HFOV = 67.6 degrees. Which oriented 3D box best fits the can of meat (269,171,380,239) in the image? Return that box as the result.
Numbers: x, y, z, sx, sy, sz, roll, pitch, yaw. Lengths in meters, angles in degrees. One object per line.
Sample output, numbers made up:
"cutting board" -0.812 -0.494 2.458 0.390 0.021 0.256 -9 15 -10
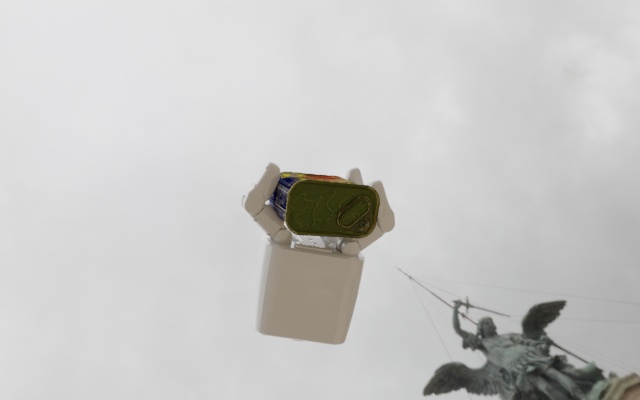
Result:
"can of meat" 0.000 0.002 0.523 0.102 0.057 0.084 4 10 -21
